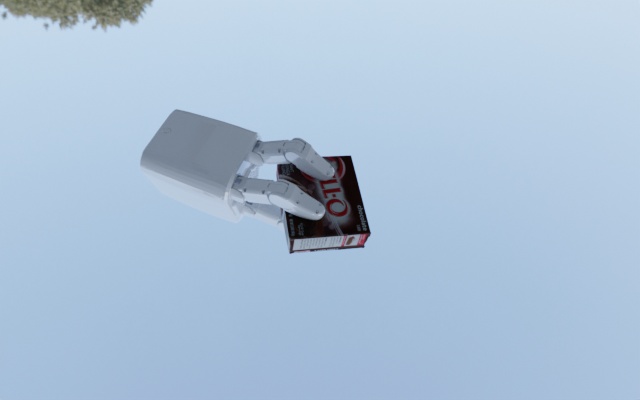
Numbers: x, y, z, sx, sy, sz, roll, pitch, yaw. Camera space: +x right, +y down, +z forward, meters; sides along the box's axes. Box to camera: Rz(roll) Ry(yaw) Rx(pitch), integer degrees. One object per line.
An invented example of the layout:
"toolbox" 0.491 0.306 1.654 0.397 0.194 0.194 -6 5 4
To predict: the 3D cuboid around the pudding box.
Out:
"pudding box" 0.000 0.002 0.542 0.090 0.113 0.039 -4 -32 -11
